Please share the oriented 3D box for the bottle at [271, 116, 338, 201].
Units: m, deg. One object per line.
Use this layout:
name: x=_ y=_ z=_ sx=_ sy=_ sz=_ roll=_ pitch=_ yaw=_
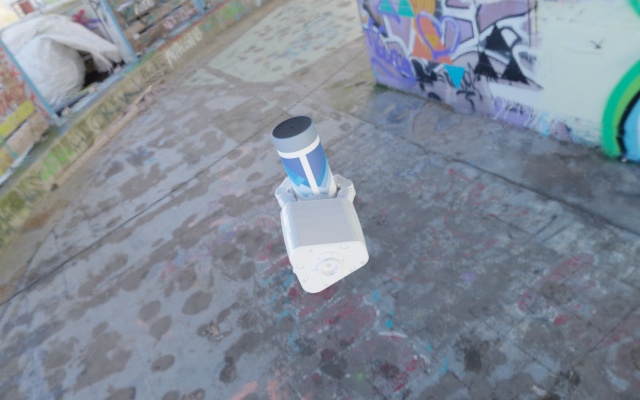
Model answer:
bottle: x=0.000 y=0.002 z=0.798 sx=0.069 sy=0.296 sz=0.069 roll=-14 pitch=36 yaw=10
